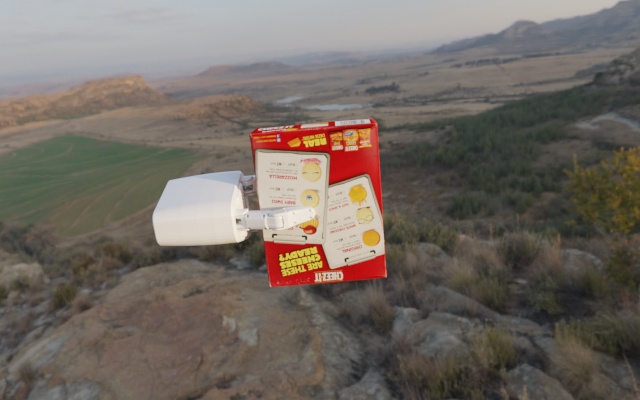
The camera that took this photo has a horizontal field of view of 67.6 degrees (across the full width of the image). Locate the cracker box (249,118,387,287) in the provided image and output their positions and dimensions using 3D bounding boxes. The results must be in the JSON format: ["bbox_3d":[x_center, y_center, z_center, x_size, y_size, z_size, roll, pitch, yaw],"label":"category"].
[{"bbox_3d":[0.000,0.002,0.654,0.164,0.214,0.072,-5,16,2],"label":"cracker box"}]
